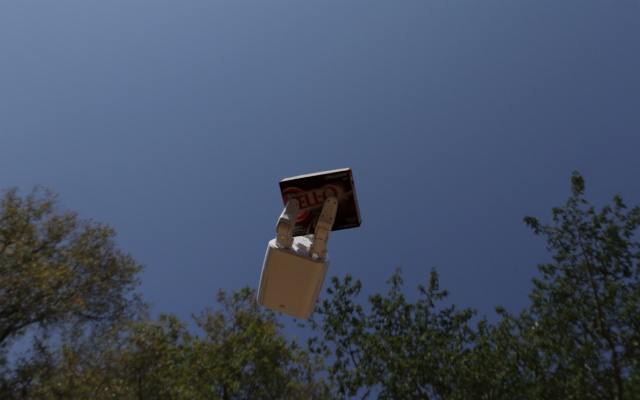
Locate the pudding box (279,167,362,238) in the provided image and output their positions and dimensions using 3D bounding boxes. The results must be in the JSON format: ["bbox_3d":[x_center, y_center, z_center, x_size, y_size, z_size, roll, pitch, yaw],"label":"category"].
[{"bbox_3d":[0.000,0.002,0.733,0.113,0.090,0.039,-10,11,11],"label":"pudding box"}]
